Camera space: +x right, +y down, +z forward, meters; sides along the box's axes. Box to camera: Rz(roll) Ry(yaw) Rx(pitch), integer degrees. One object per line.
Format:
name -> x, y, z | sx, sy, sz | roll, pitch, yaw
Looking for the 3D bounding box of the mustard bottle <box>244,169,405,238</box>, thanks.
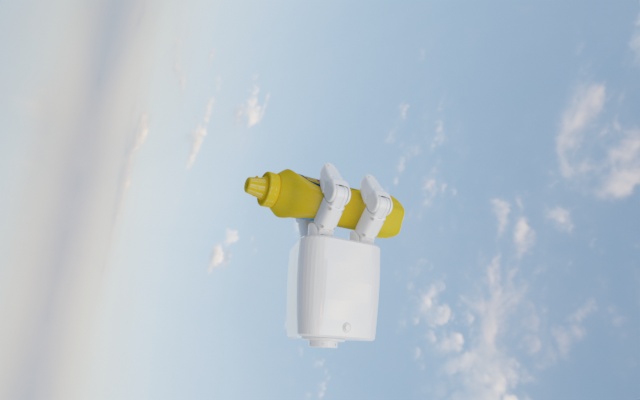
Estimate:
mustard bottle -> 0.000, 0.002, 0.578 | 0.191, 0.058, 0.096 | 12, 5, -27
